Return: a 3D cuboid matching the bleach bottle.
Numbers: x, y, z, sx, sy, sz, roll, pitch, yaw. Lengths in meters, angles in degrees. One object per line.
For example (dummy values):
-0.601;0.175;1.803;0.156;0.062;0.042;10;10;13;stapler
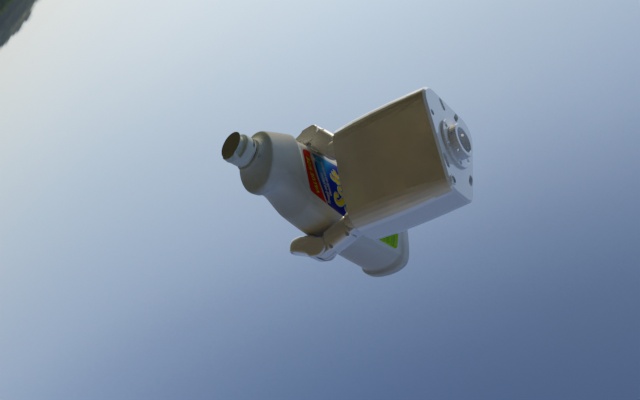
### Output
0.000;0.002;0.521;0.068;0.102;0.251;-23;-37;36;bleach bottle
